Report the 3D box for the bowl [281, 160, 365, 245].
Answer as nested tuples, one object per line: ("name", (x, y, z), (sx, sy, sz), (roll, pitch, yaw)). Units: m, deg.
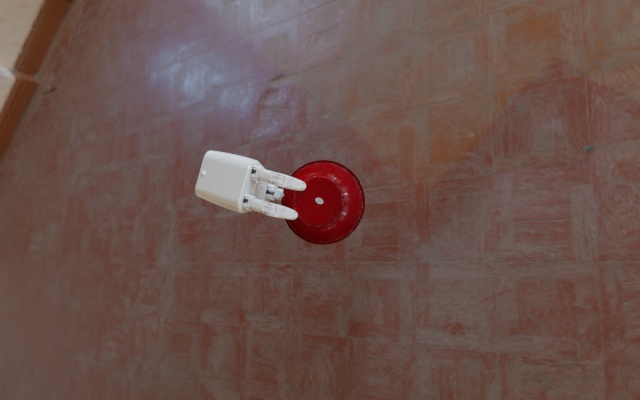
("bowl", (0.001, 0.003, 0.882), (0.162, 0.162, 0.055), (0, -1, 9))
